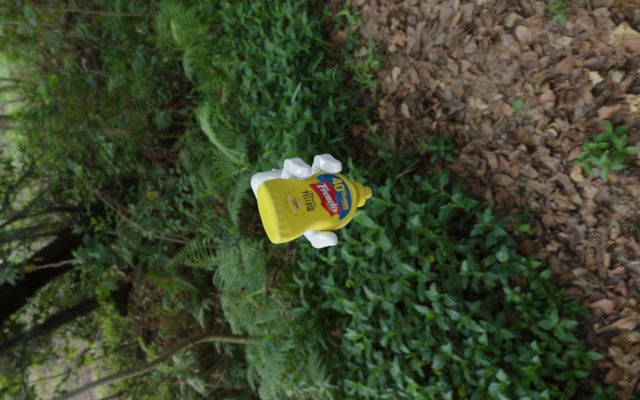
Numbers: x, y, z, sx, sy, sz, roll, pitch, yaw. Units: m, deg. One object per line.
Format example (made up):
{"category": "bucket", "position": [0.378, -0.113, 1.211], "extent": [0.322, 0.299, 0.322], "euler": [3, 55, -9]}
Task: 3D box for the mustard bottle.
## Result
{"category": "mustard bottle", "position": [0.000, 0.003, 0.763], "extent": [0.191, 0.096, 0.058], "euler": [-11, -13, -29]}
